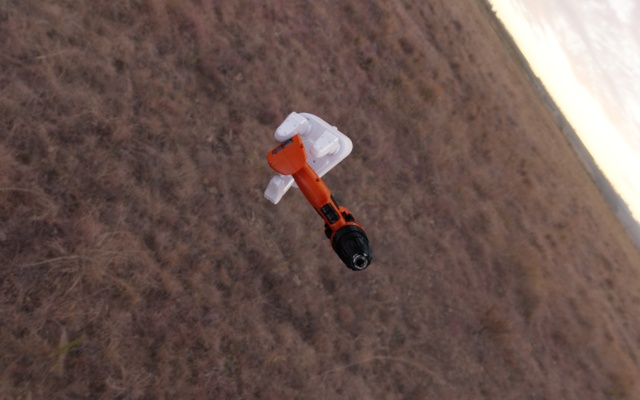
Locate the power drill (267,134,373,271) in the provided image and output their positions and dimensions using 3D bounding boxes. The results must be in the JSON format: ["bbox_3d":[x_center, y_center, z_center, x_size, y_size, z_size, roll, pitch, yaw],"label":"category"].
[{"bbox_3d":[0.000,0.002,0.675,0.057,0.188,0.184,-34,17,1],"label":"power drill"}]
